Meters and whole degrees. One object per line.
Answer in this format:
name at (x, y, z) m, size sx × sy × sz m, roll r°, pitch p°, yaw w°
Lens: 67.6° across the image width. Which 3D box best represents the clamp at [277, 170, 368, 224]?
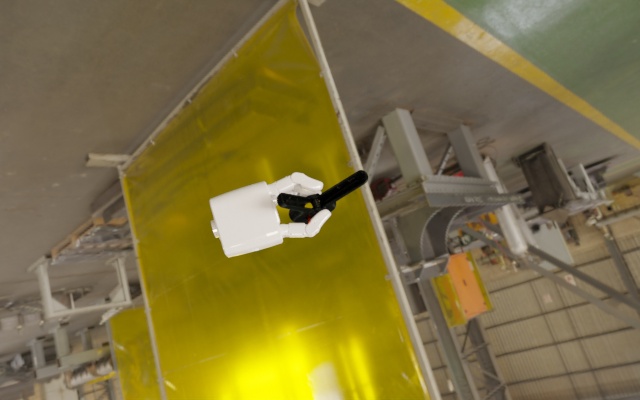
clamp at (0.000, 0.004, 0.888) m, size 0.164 × 0.036 × 0.210 m, roll -17°, pitch -14°, yaw -8°
